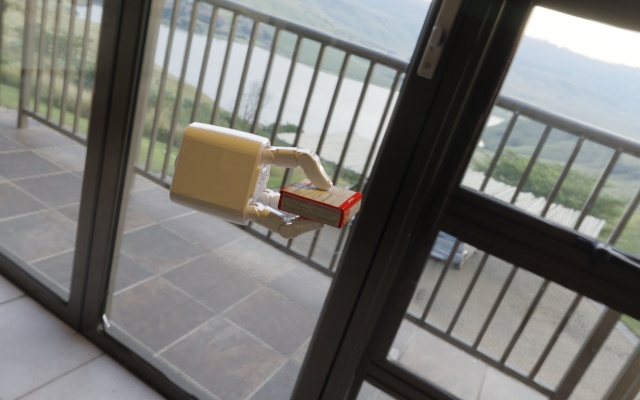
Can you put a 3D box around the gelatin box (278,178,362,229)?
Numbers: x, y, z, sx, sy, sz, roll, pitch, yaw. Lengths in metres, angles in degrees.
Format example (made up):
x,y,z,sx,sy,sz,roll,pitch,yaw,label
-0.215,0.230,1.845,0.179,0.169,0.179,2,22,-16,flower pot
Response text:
x,y,z,sx,sy,sz,roll,pitch,yaw,label
0.000,0.002,0.619,0.089,0.030,0.073,16,21,19,gelatin box
